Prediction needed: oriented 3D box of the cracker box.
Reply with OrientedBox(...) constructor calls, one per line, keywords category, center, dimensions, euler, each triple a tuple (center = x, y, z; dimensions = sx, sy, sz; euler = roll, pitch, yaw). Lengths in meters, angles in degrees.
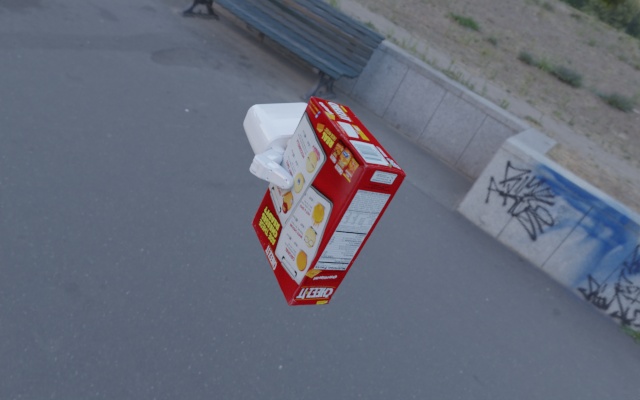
OrientedBox(category="cracker box", center=(0.000, 0.002, 0.614), dimensions=(0.072, 0.214, 0.164), euler=(8, 33, -33))
